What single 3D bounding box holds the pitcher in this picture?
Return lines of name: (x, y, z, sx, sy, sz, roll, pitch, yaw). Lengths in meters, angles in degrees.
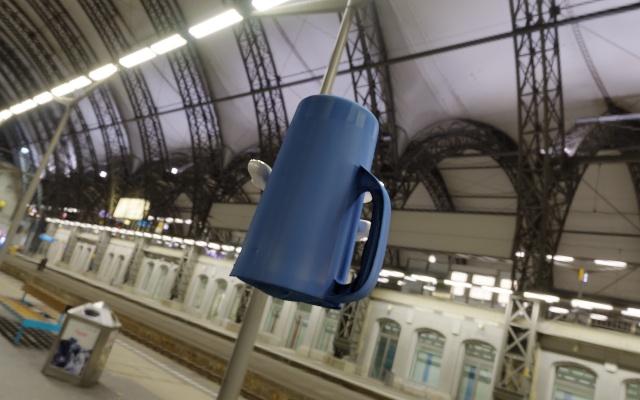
pitcher: (0.000, 0.002, 0.569, 0.149, 0.242, 0.145, 19, -15, -8)
